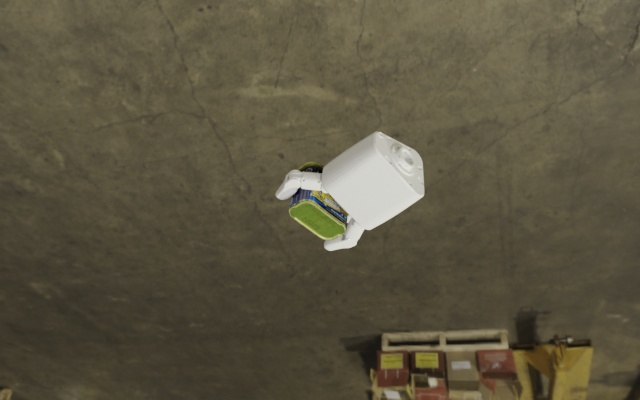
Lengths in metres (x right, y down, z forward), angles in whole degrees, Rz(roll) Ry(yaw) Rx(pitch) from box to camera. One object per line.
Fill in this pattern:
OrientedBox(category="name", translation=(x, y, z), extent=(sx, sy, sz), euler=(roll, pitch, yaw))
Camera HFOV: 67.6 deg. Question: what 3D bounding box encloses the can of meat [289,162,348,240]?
OrientedBox(category="can of meat", translation=(0.000, 0.003, 0.761), extent=(0.102, 0.083, 0.057), euler=(37, -49, -28))
